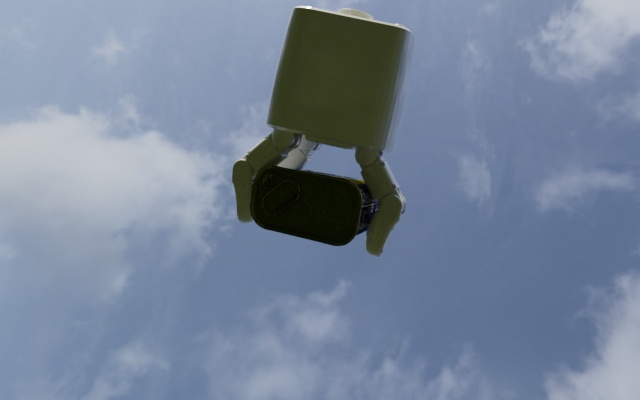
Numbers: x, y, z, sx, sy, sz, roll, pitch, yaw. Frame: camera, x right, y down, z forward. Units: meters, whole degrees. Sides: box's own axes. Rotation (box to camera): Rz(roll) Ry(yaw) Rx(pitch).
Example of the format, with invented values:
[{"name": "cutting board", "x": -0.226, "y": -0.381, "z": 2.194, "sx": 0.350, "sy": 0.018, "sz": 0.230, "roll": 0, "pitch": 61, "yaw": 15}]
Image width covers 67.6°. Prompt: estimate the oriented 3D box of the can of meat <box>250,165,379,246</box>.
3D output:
[{"name": "can of meat", "x": 0.000, "y": 0.002, "z": 0.445, "sx": 0.102, "sy": 0.057, "sz": 0.084, "roll": 12, "pitch": 7, "yaw": 20}]
